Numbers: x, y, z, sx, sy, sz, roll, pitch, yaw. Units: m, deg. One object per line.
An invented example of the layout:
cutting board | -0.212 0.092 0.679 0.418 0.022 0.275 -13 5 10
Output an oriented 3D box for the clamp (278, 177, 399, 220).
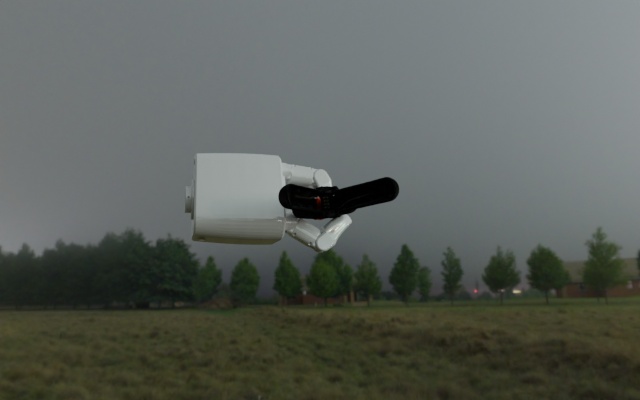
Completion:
clamp | 0.000 0.001 0.535 0.120 0.039 0.171 3 -11 -17
